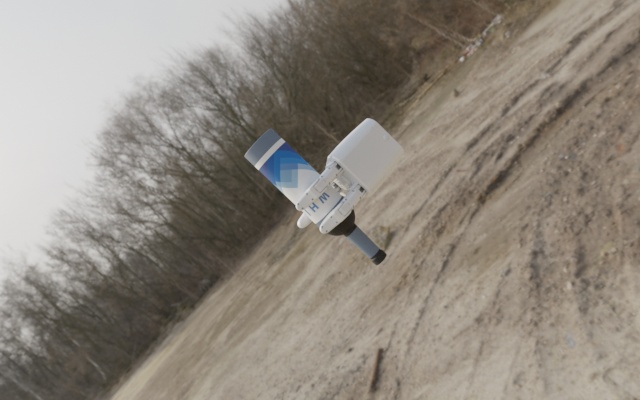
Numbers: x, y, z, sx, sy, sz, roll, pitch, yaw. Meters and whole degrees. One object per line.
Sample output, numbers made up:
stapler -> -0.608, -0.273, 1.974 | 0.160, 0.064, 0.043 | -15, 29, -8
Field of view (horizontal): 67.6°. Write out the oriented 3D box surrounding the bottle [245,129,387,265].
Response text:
bottle -> 0.000, 0.003, 0.821 | 0.296, 0.069, 0.069 | 44, -5, -5
